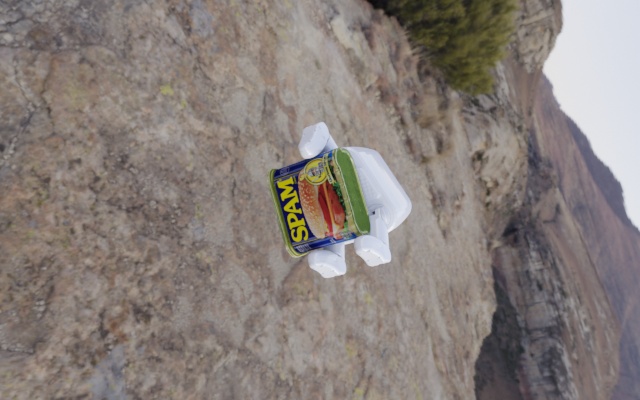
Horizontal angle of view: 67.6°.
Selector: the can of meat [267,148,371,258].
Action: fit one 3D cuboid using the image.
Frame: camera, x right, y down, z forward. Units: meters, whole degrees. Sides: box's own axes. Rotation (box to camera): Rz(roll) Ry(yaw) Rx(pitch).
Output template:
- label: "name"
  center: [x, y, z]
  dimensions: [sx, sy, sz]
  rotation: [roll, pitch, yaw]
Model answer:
- label: "can of meat"
  center: [0.000, 0.002, 0.516]
  dimensions: [0.084, 0.102, 0.057]
  rotation: [-17, -4, 23]
